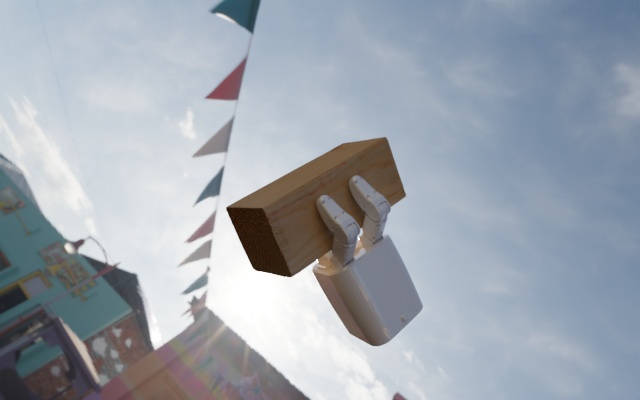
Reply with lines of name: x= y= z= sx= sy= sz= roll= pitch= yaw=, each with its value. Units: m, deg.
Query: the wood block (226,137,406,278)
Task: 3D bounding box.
wood block: x=0.000 y=0.002 z=0.603 sx=0.206 sy=0.090 sz=0.091 roll=-32 pitch=18 yaw=-34
